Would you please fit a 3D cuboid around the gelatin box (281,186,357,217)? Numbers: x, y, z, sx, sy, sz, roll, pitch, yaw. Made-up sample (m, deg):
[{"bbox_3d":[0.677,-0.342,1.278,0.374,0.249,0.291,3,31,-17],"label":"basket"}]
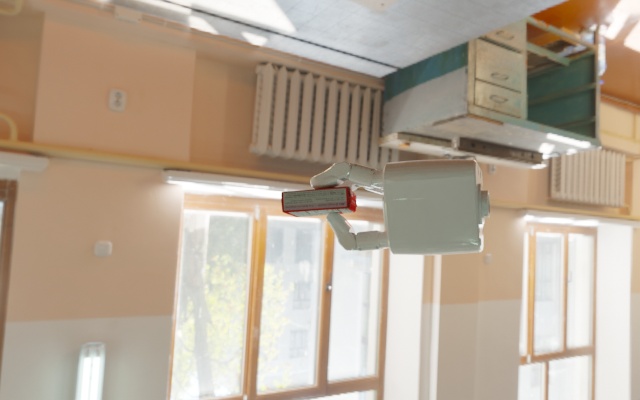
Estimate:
[{"bbox_3d":[0.000,0.003,0.627,0.089,0.030,0.073,-5,-7,10],"label":"gelatin box"}]
